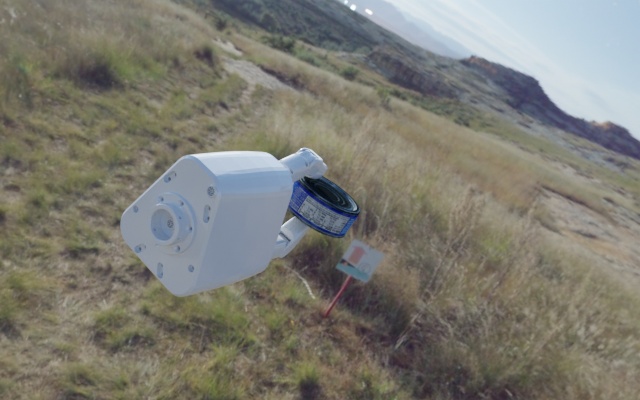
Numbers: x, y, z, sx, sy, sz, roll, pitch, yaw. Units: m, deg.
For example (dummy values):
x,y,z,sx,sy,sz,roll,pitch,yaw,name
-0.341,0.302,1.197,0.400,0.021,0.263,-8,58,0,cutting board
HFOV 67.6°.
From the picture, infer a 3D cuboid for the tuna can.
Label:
x,y,z,sx,sy,sz,roll,pitch,yaw,name
0.000,0.001,0.521,0.086,0.034,0.086,31,16,-10,tuna can
